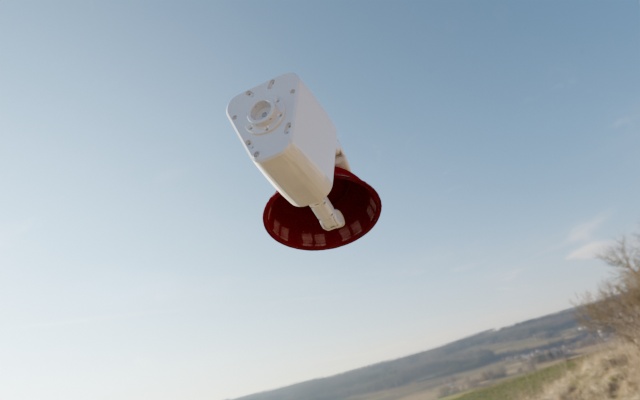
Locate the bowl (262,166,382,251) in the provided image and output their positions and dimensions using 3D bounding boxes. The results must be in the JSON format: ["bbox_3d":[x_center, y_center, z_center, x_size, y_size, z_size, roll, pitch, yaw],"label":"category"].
[{"bbox_3d":[0.000,0.003,0.660,0.162,0.055,0.162,-5,-41,-4],"label":"bowl"}]
